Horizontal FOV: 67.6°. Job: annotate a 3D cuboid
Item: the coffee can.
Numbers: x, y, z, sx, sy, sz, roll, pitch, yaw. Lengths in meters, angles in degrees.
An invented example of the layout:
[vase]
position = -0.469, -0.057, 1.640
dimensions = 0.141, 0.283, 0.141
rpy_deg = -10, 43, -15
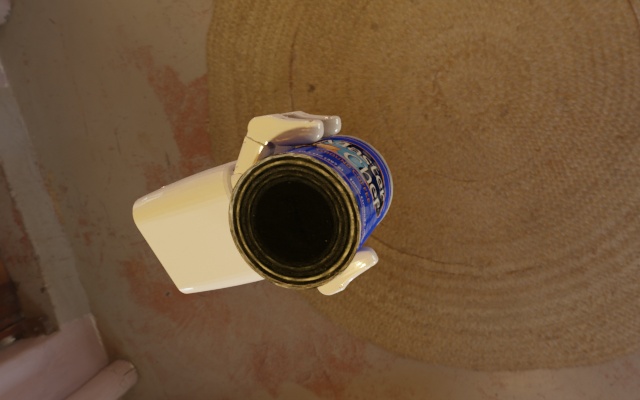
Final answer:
[coffee can]
position = 0.000, 0.001, 0.408
dimensions = 0.103, 0.103, 0.140
rpy_deg = 0, 12, 18
